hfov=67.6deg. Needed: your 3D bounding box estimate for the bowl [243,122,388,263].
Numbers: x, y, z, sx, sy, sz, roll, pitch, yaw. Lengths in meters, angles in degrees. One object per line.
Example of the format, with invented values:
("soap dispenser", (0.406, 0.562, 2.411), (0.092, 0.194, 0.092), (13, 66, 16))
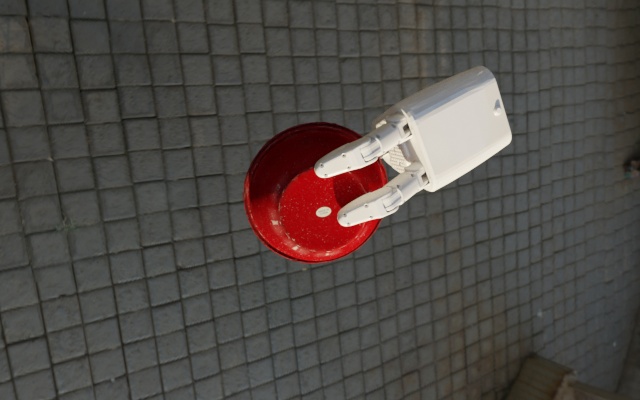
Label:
("bowl", (-0.001, 0.003, 0.502), (0.162, 0.162, 0.055), (0, 17, -8))
